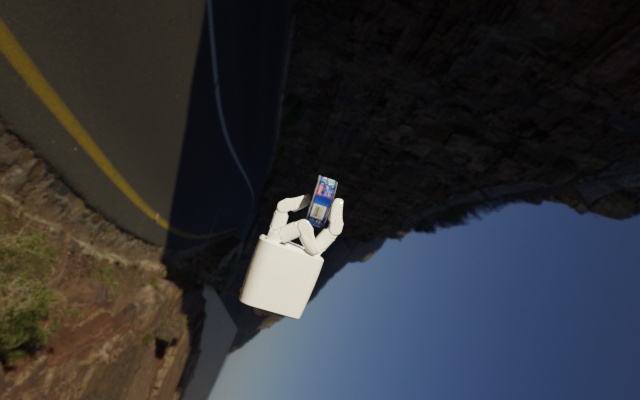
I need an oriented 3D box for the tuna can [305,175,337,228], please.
[{"bbox_3d":[0.001,0.003,0.809,0.034,0.086,0.086,18,-1,-2],"label":"tuna can"}]
